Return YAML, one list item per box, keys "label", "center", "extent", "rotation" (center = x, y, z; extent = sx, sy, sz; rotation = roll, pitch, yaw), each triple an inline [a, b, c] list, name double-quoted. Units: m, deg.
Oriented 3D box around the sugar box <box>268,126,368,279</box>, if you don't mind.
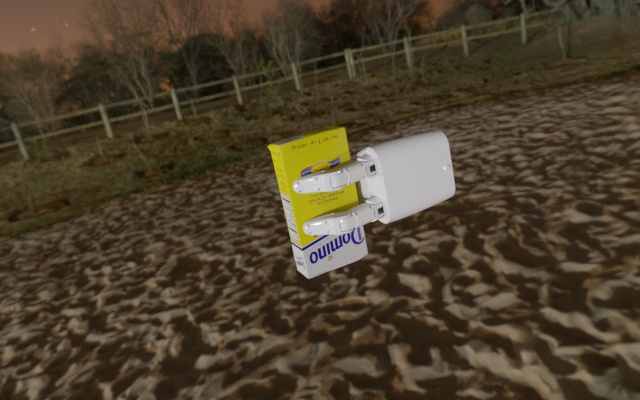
- label: "sugar box"
  center: [0.000, 0.002, 0.609]
  extent: [0.093, 0.176, 0.048]
  rotation: [-19, 16, -20]
